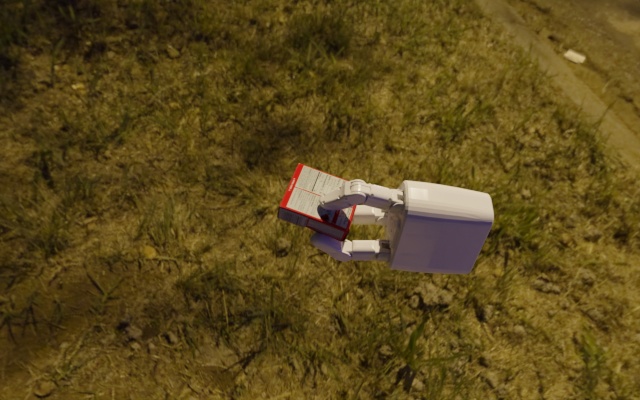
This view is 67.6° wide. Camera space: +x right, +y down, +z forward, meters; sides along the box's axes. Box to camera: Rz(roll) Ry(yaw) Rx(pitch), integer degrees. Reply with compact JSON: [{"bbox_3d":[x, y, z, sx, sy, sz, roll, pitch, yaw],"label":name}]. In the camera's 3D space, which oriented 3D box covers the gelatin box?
[{"bbox_3d":[0.000,0.002,0.593,0.089,0.073,0.030,20,-35,1],"label":"gelatin box"}]
